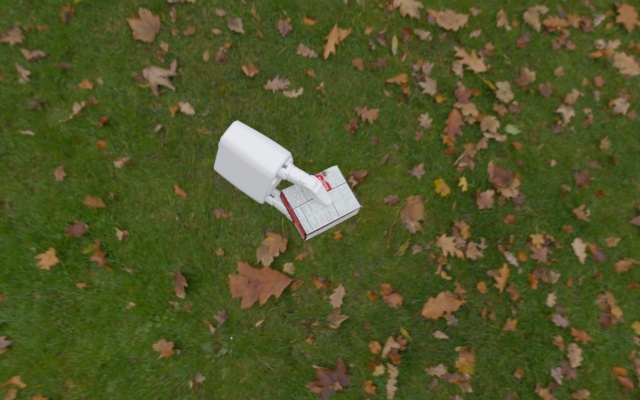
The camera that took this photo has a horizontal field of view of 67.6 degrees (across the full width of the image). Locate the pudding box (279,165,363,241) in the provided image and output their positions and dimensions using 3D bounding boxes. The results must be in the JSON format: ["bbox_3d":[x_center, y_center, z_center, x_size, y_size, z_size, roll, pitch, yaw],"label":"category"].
[{"bbox_3d":[0.000,0.003,0.804,0.113,0.090,0.039,-27,-11,-15],"label":"pudding box"}]
